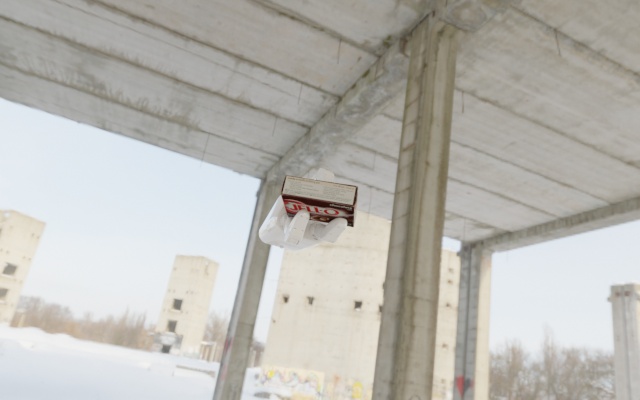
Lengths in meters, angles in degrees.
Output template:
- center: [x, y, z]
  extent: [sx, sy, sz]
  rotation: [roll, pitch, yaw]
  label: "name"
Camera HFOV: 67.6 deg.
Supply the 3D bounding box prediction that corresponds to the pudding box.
- center: [0.000, 0.002, 0.734]
  extent: [0.113, 0.039, 0.090]
  rotation: [7, -21, 6]
  label: "pudding box"
